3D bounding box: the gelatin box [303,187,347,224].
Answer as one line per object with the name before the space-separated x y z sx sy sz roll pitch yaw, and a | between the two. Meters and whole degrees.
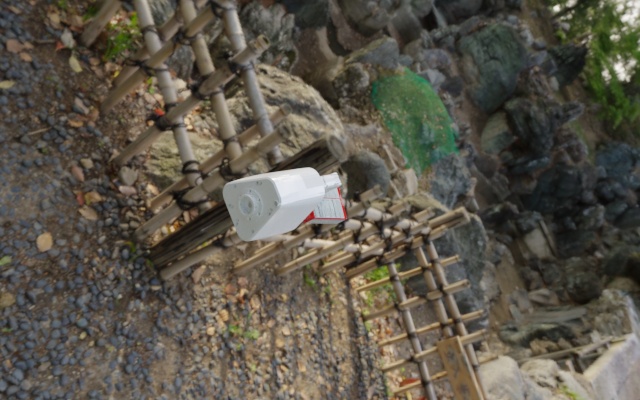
gelatin box | 0.001 0.003 0.832 0.089 0.073 0.030 3 -23 -46
